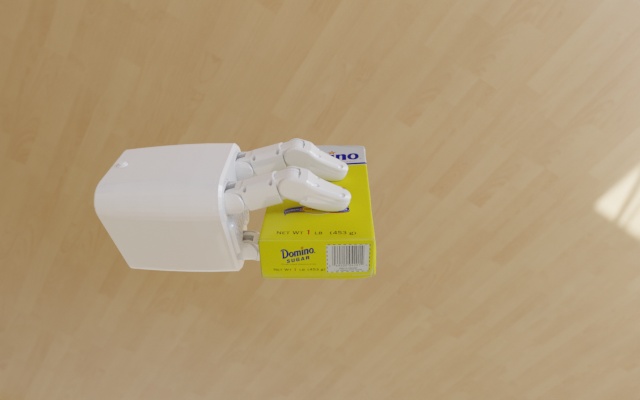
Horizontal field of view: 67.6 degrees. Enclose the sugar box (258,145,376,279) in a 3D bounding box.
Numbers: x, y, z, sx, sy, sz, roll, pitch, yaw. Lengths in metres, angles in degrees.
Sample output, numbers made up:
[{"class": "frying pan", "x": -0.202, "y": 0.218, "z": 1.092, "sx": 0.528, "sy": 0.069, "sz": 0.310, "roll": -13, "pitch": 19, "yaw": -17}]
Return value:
[{"class": "sugar box", "x": 0.000, "y": 0.001, "z": 0.447, "sx": 0.093, "sy": 0.048, "sz": 0.176, "roll": 0, "pitch": 33, "yaw": 1}]
